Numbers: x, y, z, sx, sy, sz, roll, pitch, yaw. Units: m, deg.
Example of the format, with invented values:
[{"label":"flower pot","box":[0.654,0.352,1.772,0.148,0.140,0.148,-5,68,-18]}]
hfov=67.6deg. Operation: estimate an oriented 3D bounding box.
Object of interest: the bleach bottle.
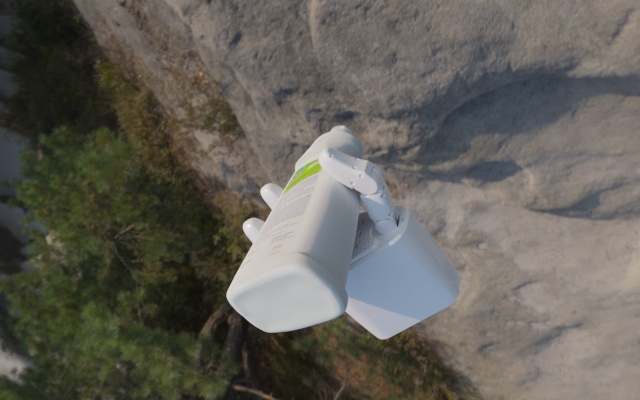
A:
[{"label":"bleach bottle","box":[0.000,0.002,0.462,0.102,0.068,0.250,-26,28,35]}]
